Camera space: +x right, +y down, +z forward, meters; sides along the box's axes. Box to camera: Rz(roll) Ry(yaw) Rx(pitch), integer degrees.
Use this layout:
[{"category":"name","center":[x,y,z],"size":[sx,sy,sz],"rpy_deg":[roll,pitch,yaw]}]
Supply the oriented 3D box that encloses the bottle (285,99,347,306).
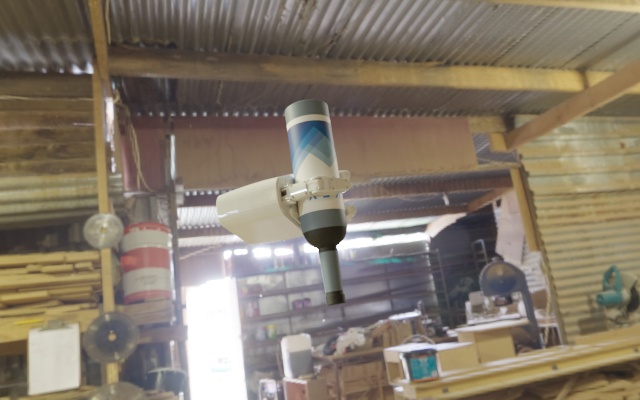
[{"category":"bottle","center":[0.000,0.002,0.694],"size":[0.069,0.295,0.069],"rpy_deg":[-8,-13,-2]}]
